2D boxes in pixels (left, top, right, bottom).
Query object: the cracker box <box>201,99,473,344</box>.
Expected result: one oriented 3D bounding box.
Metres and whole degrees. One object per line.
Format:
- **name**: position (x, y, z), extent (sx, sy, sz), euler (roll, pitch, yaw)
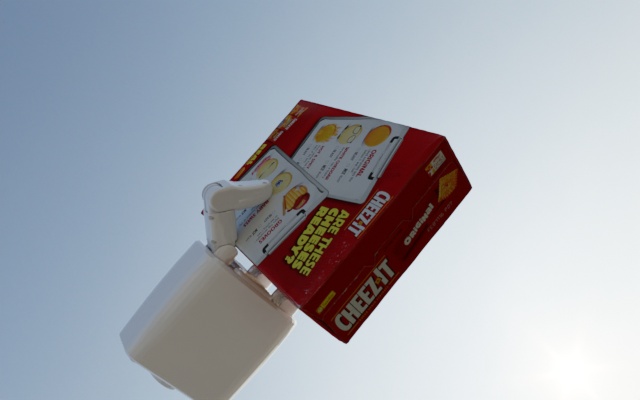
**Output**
- **cracker box**: position (0.000, 0.001, 0.435), extent (0.072, 0.164, 0.213), euler (47, -10, -36)
